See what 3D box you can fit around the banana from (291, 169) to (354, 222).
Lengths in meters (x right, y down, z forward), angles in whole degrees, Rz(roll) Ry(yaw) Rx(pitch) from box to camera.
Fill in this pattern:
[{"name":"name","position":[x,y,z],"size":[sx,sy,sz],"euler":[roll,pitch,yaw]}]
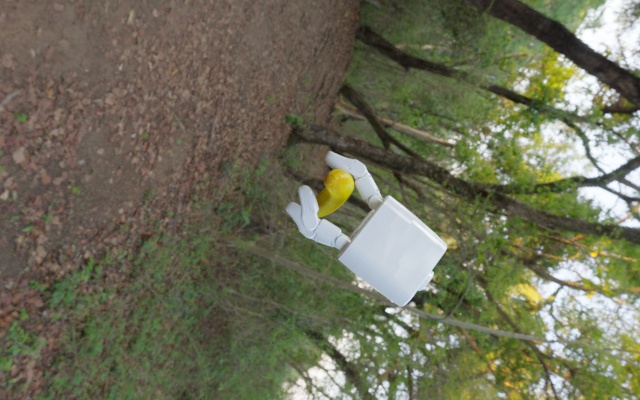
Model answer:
[{"name":"banana","position":[0.013,-0.006,0.679],"size":[0.069,0.037,0.198],"euler":[-34,-7,-24]}]
